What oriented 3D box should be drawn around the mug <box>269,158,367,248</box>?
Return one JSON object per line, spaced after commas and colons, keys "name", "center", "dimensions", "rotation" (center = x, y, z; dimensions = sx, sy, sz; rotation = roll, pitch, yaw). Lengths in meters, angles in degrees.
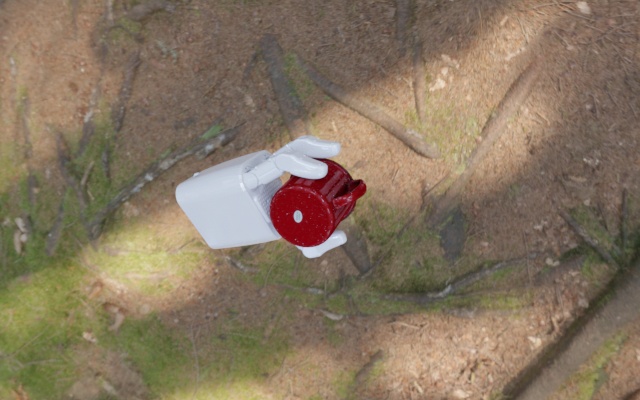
{"name": "mug", "center": [0.001, 0.002, 0.573], "dimensions": [0.117, 0.093, 0.081], "rotation": [-13, 18, 25]}
